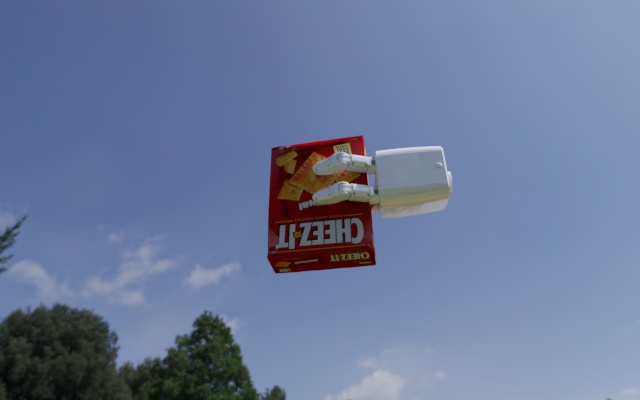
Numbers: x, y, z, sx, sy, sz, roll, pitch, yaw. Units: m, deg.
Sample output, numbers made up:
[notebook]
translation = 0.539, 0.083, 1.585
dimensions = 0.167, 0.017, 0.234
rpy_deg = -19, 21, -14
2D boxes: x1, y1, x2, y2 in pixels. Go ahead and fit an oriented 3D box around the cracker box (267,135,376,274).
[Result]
[cracker box]
translation = 0.000, 0.003, 0.781
dimensions = 0.164, 0.213, 0.072
rpy_deg = -6, -32, 8
